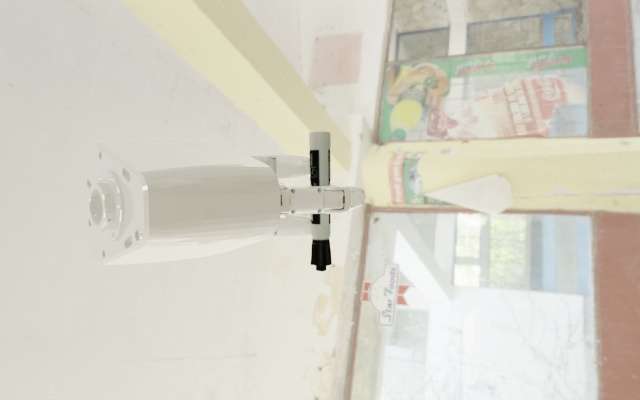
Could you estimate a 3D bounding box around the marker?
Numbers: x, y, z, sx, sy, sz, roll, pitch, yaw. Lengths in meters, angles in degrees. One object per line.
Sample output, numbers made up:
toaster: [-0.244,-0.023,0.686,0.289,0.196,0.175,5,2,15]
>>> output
marker: [0.000,0.001,0.416,0.020,0.121,0.020,0,4,0]
